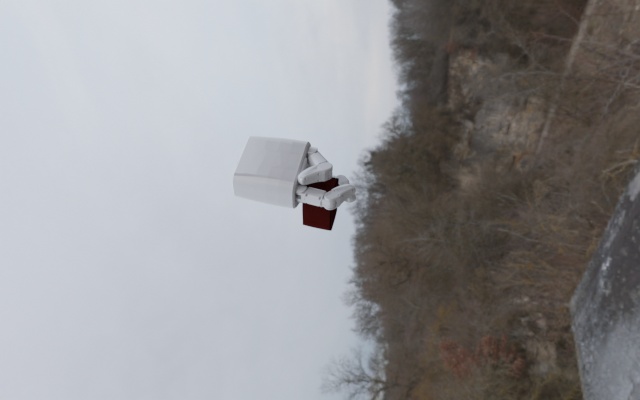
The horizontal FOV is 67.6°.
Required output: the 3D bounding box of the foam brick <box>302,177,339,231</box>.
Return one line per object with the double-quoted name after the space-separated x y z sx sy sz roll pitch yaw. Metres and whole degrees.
0.000 0.003 0.808 0.051 0.078 0.053 9 41 9 "foam brick"
